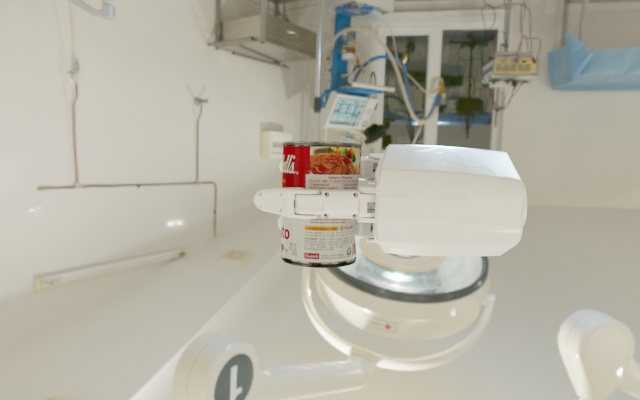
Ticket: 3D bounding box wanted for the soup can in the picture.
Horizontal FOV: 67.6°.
[{"bbox_3d":[0.000,0.002,0.414,0.068,0.102,0.068,2,5,0],"label":"soup can"}]
